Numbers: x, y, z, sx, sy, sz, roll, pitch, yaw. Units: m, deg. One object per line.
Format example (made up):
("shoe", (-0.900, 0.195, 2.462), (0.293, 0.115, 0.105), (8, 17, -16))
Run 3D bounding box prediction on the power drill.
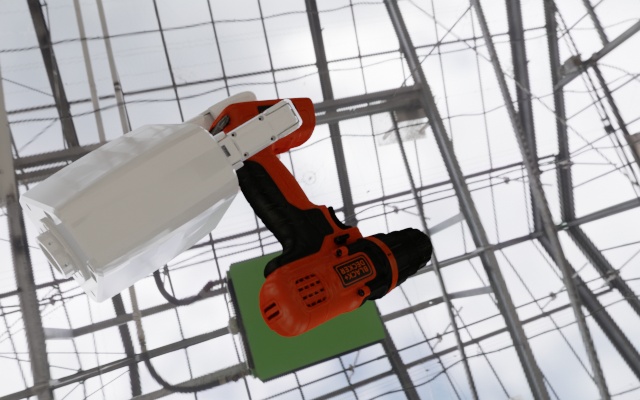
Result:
("power drill", (0.000, 0.001, 0.405), (0.184, 0.187, 0.057), (-15, -21, -44))
